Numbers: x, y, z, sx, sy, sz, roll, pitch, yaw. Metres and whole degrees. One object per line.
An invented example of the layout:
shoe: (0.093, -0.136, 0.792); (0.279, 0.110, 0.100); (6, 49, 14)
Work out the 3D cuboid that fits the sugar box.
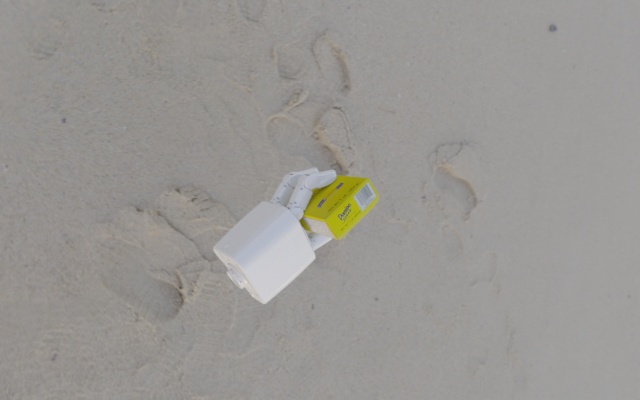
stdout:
sugar box: (0.000, 0.002, 0.730); (0.093, 0.048, 0.176); (-43, 28, -22)
